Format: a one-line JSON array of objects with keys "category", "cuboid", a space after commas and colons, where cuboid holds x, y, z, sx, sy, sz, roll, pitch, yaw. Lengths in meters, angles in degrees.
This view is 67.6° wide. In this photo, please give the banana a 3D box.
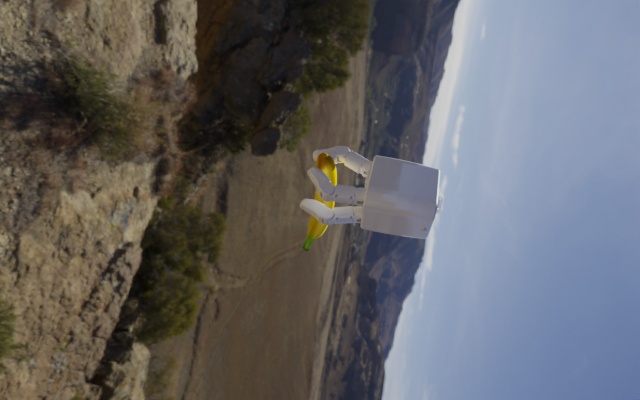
[{"category": "banana", "cuboid": [0.004, -0.005, 0.804, 0.037, 0.198, 0.069, 14, 36, 8]}]
